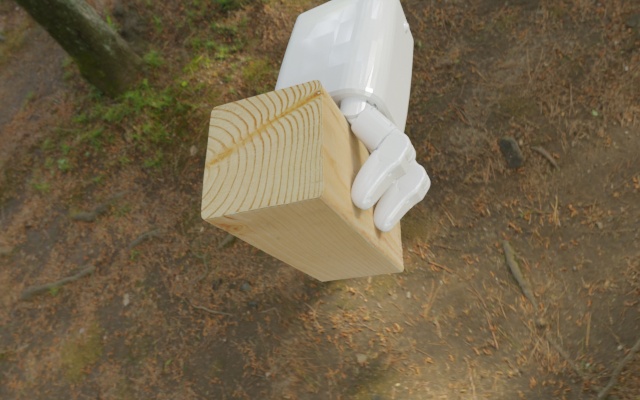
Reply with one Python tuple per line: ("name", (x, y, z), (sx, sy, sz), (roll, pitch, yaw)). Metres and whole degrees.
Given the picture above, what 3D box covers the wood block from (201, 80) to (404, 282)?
("wood block", (0.000, 0.001, 0.406), (0.091, 0.090, 0.206), (-10, -24, 21))
